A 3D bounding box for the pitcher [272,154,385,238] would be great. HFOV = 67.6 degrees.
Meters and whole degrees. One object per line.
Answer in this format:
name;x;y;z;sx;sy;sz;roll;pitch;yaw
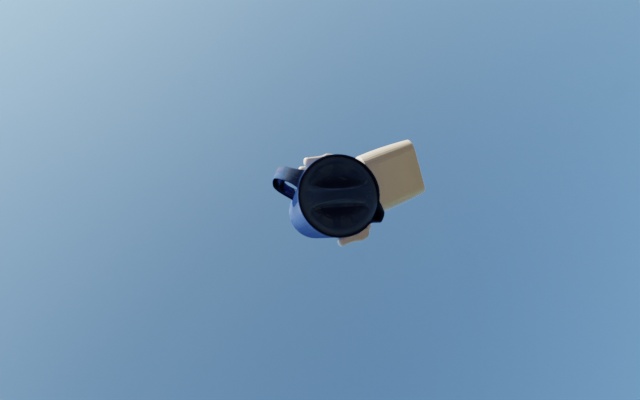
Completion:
pitcher;0.000;0.003;0.856;0.145;0.149;0.243;-23;-3;-13
